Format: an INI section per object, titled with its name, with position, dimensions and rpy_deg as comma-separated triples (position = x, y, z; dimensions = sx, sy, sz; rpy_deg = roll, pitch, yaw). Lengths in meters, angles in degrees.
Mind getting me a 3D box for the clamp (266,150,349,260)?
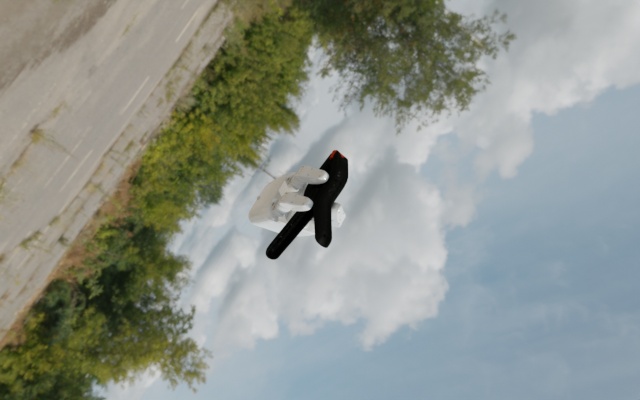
[clamp]
position = 0.001, 0.003, 0.768
dimensions = 0.036, 0.210, 0.164
rpy_deg = 39, -25, -23
